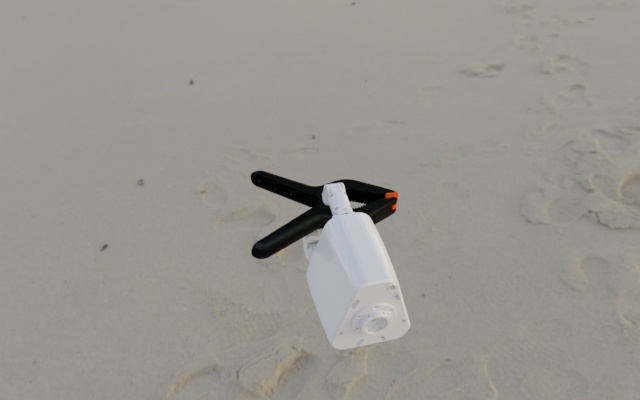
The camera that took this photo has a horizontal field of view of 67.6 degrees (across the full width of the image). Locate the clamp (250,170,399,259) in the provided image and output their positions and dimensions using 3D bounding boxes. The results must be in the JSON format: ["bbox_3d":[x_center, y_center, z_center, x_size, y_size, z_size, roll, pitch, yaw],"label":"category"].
[{"bbox_3d":[0.001,0.002,0.657,0.210,0.036,0.164,-9,42,-11],"label":"clamp"}]
